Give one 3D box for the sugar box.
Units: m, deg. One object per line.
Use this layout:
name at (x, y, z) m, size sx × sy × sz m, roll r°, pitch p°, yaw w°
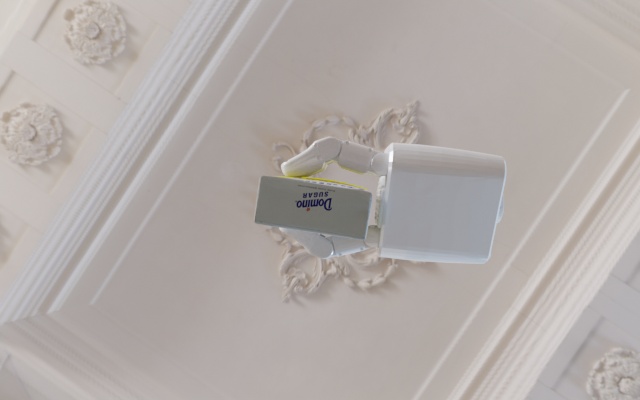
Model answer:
sugar box at (0.000, 0.001, 0.461) m, size 0.093 × 0.048 × 0.176 m, roll 9°, pitch 1°, yaw 3°
